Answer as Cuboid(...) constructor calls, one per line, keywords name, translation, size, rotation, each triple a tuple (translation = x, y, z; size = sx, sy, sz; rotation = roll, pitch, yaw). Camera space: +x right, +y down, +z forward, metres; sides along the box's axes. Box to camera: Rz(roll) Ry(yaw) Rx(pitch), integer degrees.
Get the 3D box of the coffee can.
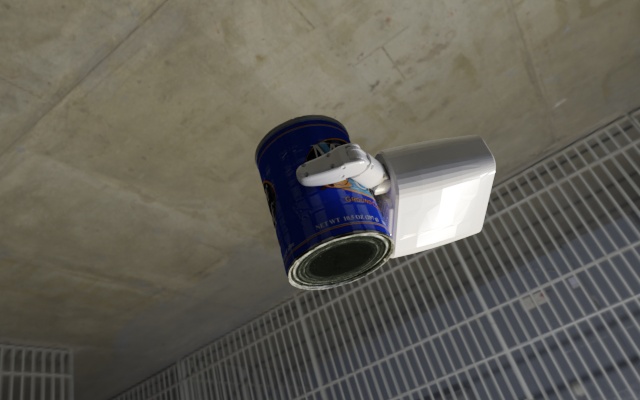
Cuboid(name="coffee can", translation=(0.000, 0.001, 0.470), size=(0.103, 0.140, 0.103), rotation=(-14, -32, -9))
